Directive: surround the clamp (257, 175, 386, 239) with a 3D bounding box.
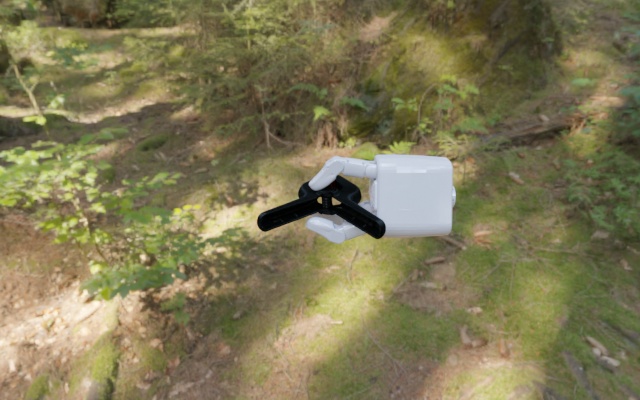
[{"bbox_3d":[0.000,0.001,0.687,0.164,0.036,0.210,2,20,-1],"label":"clamp"}]
